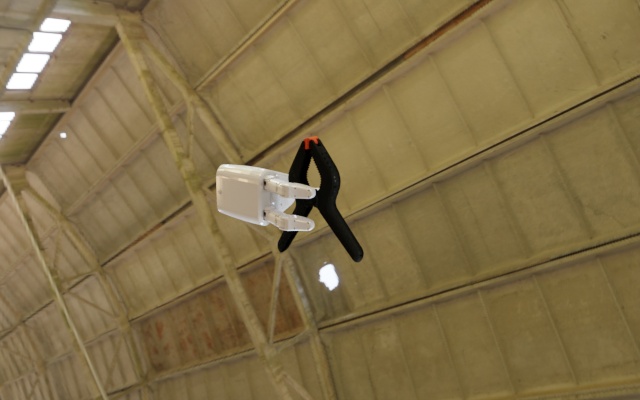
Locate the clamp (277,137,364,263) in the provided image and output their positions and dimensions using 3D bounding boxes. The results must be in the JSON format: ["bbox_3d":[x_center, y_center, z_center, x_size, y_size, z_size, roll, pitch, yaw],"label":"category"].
[{"bbox_3d":[0.000,0.002,0.786,0.164,0.210,0.036,11,17,28],"label":"clamp"}]
